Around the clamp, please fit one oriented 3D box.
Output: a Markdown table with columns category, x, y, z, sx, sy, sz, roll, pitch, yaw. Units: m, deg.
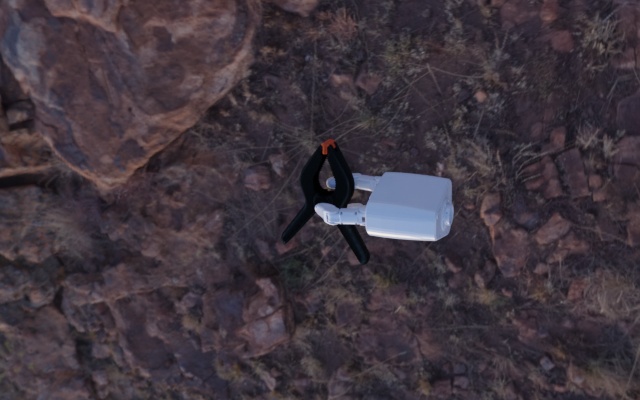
| category | x | y | z | sx | sy | sz | roll | pitch | yaw |
| --- | --- | --- | --- | --- | --- | --- | --- | --- | --- |
| clamp | 0.000 | 0.002 | 0.795 | 0.164 | 0.210 | 0.036 | 5 | 23 | 24 |
